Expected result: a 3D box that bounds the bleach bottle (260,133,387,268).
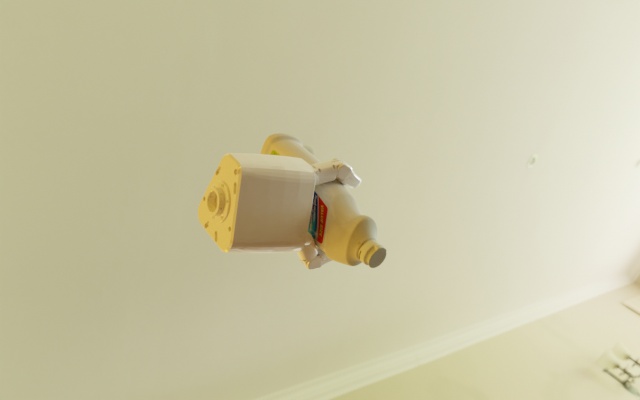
[{"bbox_3d":[0.000,0.002,0.648,0.068,0.103,0.250,2,27,-41],"label":"bleach bottle"}]
